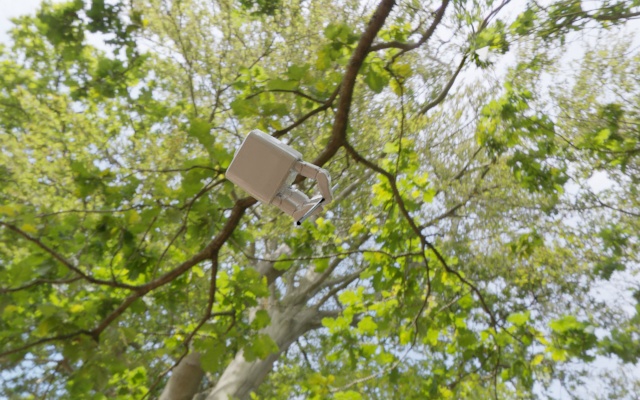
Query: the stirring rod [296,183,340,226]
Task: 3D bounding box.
[{"bbox_3d":[0.000,0.003,0.885,0.011,0.011,0.239,0,17,18],"label":"stirring rod"}]
